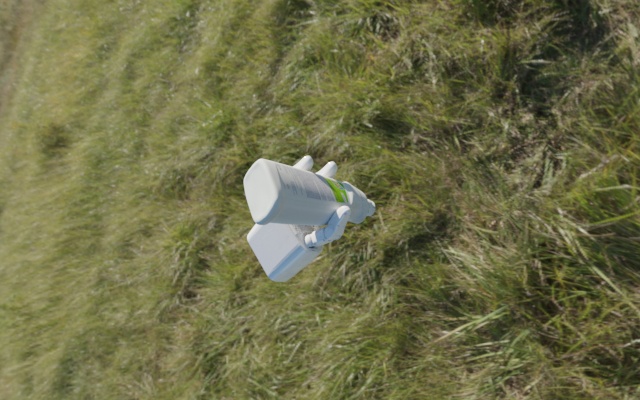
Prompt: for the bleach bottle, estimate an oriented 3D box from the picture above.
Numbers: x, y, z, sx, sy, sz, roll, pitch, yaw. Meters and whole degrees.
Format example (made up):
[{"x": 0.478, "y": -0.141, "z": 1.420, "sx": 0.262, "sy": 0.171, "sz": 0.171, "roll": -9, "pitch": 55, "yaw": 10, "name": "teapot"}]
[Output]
[{"x": 0.000, "y": 0.002, "z": 0.787, "sx": 0.251, "sy": 0.102, "sz": 0.068, "roll": 11, "pitch": -46, "yaw": -41, "name": "bleach bottle"}]
